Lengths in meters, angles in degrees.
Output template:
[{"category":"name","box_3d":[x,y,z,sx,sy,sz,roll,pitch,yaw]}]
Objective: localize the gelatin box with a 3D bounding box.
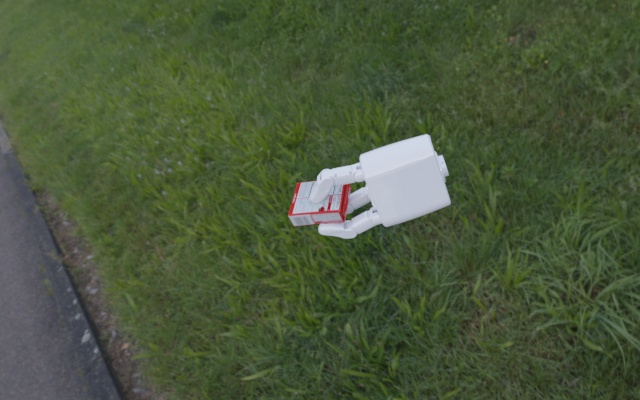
[{"category":"gelatin box","box_3d":[0.000,0.002,0.759,0.089,0.073,0.030,-5,-44,20]}]
